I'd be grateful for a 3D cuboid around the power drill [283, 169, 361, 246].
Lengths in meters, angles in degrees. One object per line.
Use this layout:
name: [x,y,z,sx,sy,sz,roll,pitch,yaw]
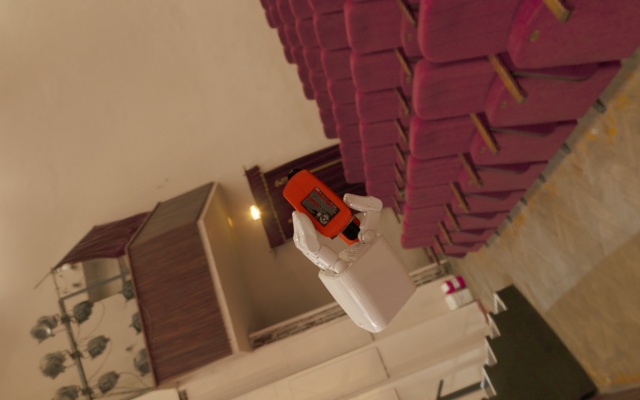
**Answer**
power drill: [0.000,0.003,0.774,0.184,0.057,0.187,42,3,12]
